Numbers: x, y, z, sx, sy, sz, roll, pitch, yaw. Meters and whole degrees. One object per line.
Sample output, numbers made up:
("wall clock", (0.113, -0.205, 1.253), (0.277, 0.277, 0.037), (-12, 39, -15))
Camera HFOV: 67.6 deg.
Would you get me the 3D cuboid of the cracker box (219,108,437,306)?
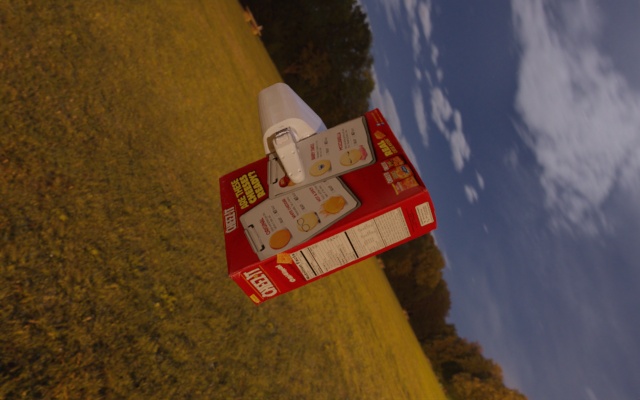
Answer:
("cracker box", (0.000, 0.002, 0.539), (0.214, 0.072, 0.164), (-24, 42, 5))
